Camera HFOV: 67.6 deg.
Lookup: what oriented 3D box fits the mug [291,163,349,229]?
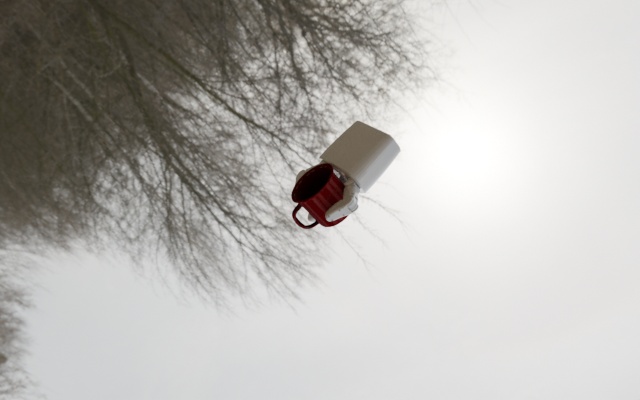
[{"bbox_3d":[-0.001,0.004,0.856,0.081,0.117,0.093,47,-9,-29],"label":"mug"}]
